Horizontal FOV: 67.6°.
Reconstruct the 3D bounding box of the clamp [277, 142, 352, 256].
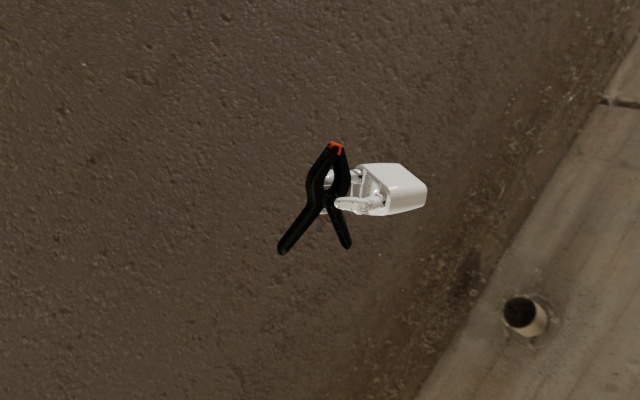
[{"bbox_3d":[0.001,0.002,0.840,0.164,0.210,0.036,-9,23,-37],"label":"clamp"}]
